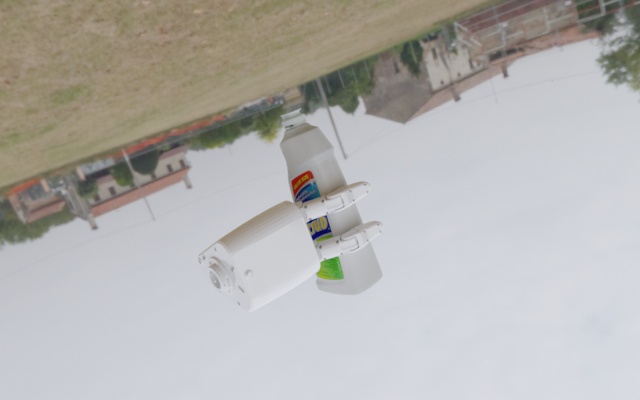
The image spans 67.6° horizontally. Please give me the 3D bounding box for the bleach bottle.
[{"bbox_3d":[0.000,0.002,0.641,0.068,0.251,0.102,-29,15,-34],"label":"bleach bottle"}]
